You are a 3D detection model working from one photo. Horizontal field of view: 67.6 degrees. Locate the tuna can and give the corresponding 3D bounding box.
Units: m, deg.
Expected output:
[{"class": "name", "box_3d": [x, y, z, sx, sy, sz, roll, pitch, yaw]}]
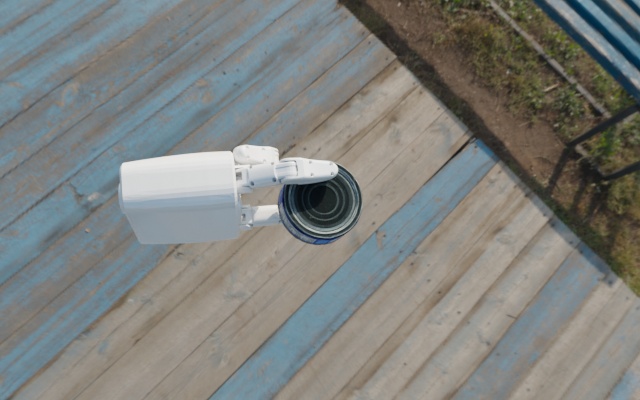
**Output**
[{"class": "tuna can", "box_3d": [0.000, 0.001, 0.497, 0.086, 0.086, 0.034, 0, -14, -13]}]
